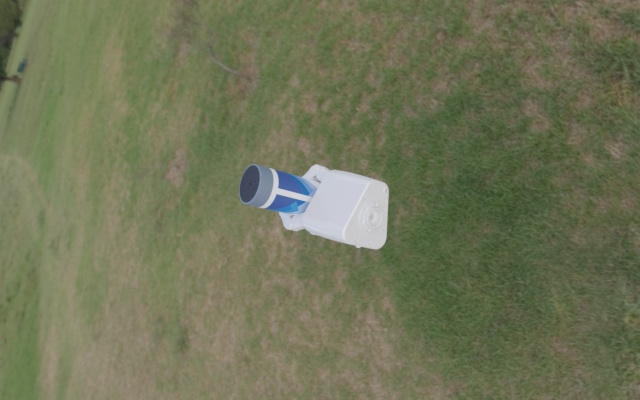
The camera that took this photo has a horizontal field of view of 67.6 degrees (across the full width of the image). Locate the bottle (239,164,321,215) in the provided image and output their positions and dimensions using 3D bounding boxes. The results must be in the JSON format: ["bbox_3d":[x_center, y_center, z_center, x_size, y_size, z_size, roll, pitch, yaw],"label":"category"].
[{"bbox_3d":[0.000,0.003,0.853,0.296,0.069,0.069,14,-9,-37],"label":"bottle"}]
